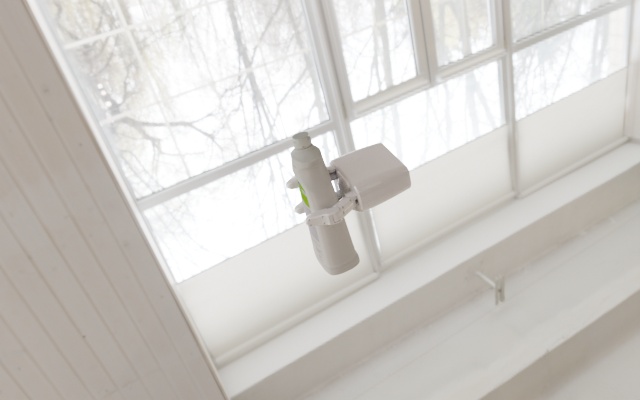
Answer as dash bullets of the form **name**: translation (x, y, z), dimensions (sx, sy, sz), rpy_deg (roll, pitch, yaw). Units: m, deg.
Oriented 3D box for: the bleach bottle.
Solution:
- **bleach bottle**: translation (0.000, 0.003, 0.831), dimensions (0.068, 0.251, 0.102), rpy_deg (-23, 29, -14)
